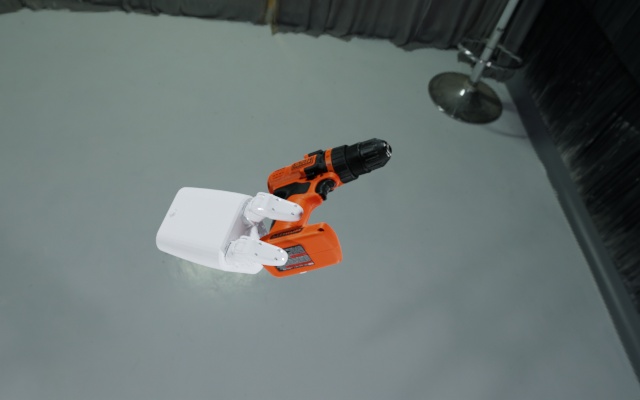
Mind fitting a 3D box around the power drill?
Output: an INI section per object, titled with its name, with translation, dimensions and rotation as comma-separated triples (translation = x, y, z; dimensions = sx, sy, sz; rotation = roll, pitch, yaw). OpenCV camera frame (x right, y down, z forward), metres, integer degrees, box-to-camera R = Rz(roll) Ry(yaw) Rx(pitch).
[power drill]
translation = 0.000, 0.002, 0.603
dimensions = 0.184, 0.057, 0.187
rotation = -19, 33, 25
